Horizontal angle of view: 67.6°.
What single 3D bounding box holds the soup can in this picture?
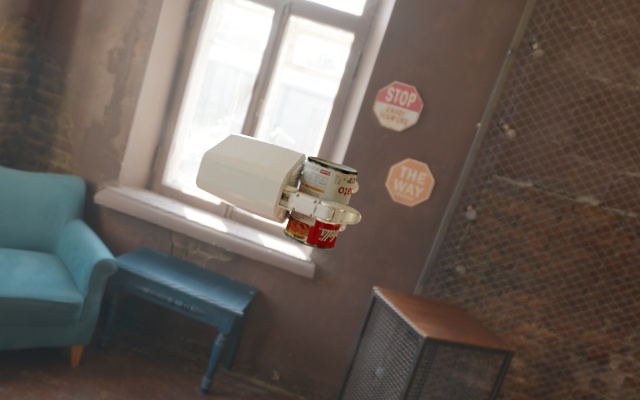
[{"bbox_3d":[0.001,0.002,0.601,0.068,0.102,0.068,17,10,-3],"label":"soup can"}]
